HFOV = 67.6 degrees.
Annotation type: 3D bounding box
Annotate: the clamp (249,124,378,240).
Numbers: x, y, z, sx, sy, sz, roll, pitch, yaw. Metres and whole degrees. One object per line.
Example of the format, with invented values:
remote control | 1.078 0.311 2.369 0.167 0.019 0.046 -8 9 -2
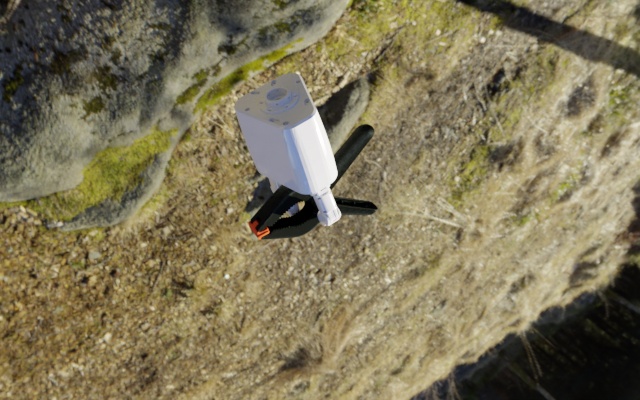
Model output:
clamp | 0.000 0.003 0.682 0.210 0.165 0.036 -32 47 -13
